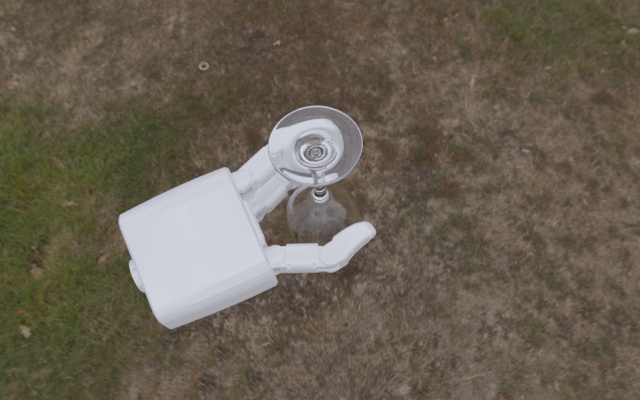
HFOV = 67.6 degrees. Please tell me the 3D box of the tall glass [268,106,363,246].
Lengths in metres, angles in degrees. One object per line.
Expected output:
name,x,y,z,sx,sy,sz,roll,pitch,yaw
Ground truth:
tall glass,0.000,0.001,0.458,0.079,0.079,0.201,0,-27,3
